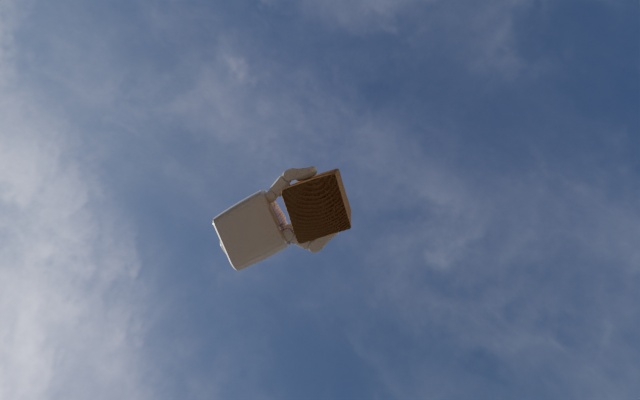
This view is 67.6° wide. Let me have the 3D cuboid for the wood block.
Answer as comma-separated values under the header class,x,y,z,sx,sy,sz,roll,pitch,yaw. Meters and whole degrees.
class,x,y,z,sx,sy,sz,roll,pitch,yaw
wood block,0.000,0.003,0.832,0.090,0.091,0.206,-17,5,5
